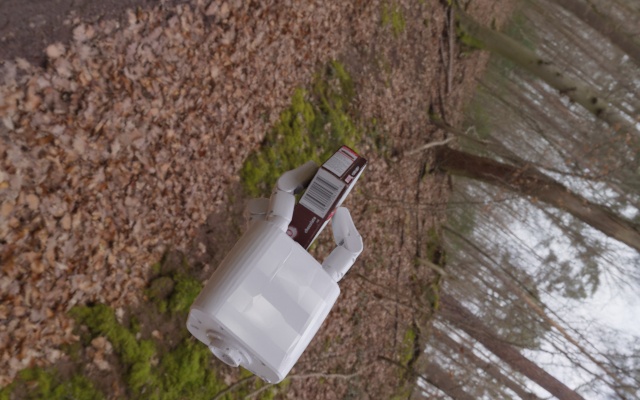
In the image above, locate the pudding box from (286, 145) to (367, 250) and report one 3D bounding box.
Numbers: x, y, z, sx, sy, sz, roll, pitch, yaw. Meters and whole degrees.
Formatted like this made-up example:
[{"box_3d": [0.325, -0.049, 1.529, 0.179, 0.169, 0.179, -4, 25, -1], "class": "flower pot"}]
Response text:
[{"box_3d": [0.000, 0.002, 0.528, 0.039, 0.113, 0.090, 36, 28, 2], "class": "pudding box"}]
